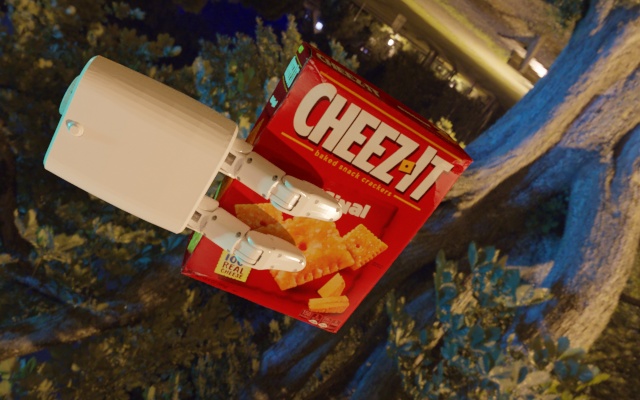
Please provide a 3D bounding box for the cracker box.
[{"bbox_3d":[0.000,0.001,0.423,0.164,0.214,0.072,27,21,-20],"label":"cracker box"}]
